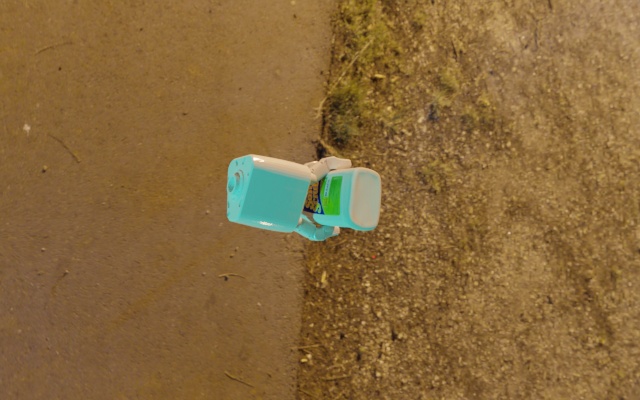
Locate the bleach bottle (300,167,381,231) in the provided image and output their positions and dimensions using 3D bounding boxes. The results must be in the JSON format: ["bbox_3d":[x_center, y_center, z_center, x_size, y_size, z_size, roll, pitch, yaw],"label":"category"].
[{"bbox_3d":[0.000,0.003,0.847,0.068,0.102,0.251,12,-10,-34],"label":"bleach bottle"}]
